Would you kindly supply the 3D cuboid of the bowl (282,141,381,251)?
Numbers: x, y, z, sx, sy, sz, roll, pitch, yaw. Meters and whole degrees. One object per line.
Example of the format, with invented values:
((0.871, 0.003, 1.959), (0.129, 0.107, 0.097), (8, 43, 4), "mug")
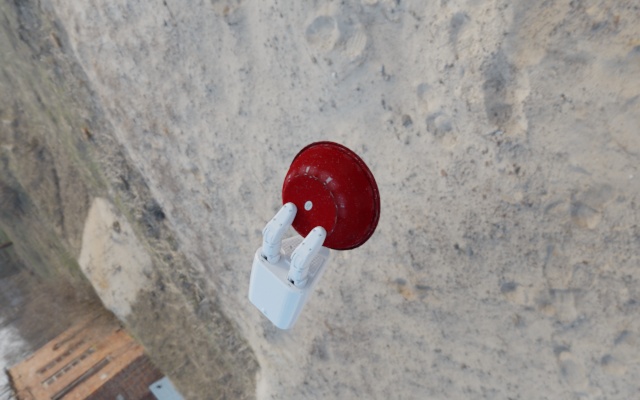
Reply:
((0.000, 0.001, 0.657), (0.162, 0.162, 0.055), (0, 16, 37), "bowl")
